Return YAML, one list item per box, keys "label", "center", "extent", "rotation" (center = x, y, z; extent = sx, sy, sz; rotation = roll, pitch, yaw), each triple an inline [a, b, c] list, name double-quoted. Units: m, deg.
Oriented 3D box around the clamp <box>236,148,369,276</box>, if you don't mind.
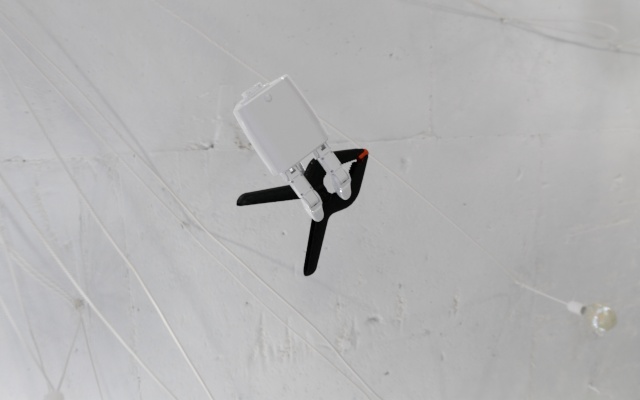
- label: "clamp"
  center: [0.000, 0.002, 0.732]
  extent: [0.210, 0.164, 0.036]
  rotation: [-38, 18, -12]
